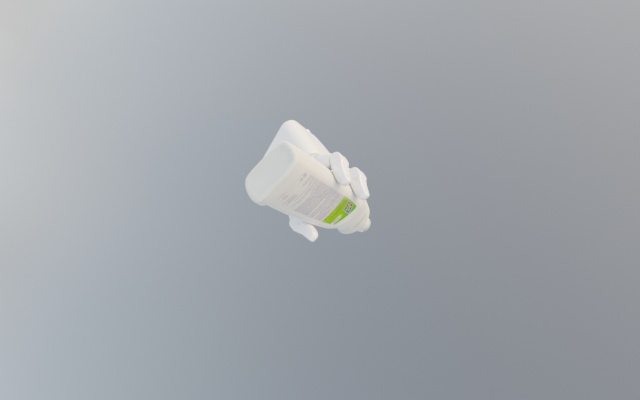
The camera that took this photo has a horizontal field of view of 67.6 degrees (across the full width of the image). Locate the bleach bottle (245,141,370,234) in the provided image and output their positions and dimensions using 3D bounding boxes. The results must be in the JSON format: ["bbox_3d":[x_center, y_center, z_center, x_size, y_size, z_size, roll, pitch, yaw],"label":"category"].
[{"bbox_3d":[0.000,0.002,0.779,0.251,0.102,0.068,33,17,-46],"label":"bleach bottle"}]
